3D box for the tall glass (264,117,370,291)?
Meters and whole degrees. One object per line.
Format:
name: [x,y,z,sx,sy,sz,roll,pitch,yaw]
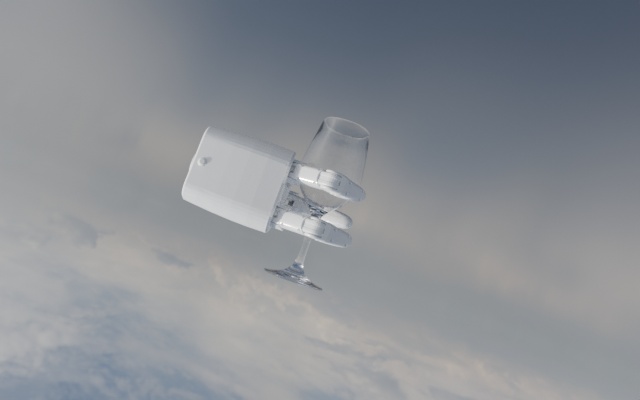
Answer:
tall glass: [0.000,0.003,0.582,0.079,0.201,0.079,20,-7,2]
